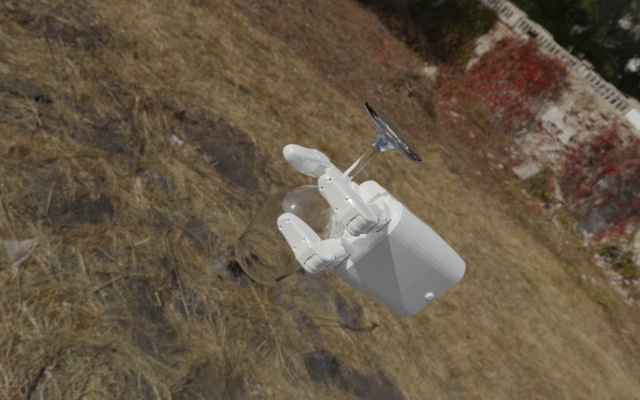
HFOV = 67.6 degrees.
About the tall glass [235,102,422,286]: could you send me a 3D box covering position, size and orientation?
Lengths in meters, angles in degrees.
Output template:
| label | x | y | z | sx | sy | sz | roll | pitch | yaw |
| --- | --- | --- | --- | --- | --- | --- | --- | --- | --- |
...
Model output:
| label | x | y | z | sx | sy | sz | roll | pitch | yaw |
| --- | --- | --- | --- | --- | --- | --- | --- | --- | --- |
| tall glass | 0.000 | 0.001 | 0.470 | 0.201 | 0.079 | 0.079 | -43 | -19 | 22 |
